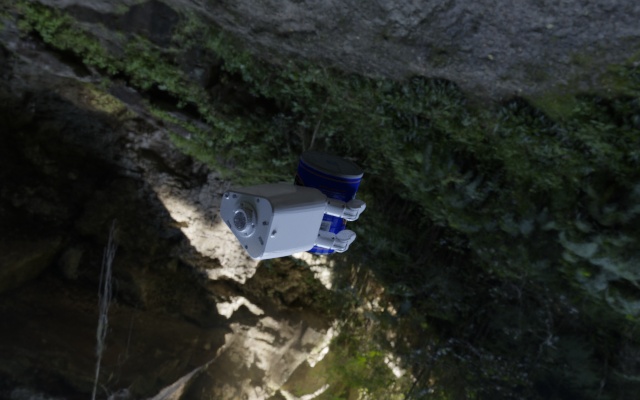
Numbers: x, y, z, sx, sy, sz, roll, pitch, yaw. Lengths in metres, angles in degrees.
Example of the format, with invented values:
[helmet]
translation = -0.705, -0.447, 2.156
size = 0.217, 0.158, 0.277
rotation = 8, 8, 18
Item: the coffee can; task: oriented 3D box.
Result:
[coffee can]
translation = 0.000, 0.002, 0.774
size = 0.103, 0.140, 0.102
rotation = 15, 19, -5
